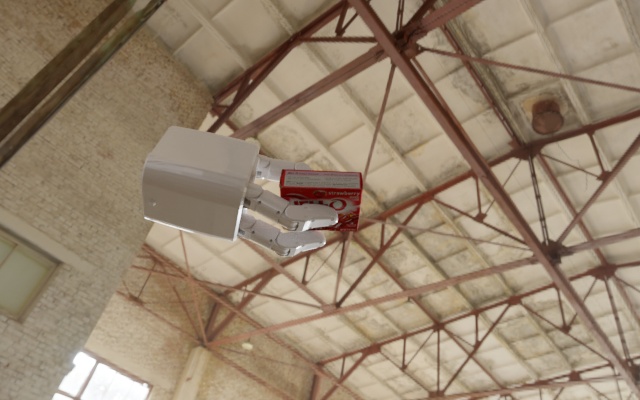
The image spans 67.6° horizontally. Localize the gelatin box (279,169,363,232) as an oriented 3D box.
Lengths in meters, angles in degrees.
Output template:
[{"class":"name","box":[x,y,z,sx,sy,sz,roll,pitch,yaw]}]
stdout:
[{"class":"gelatin box","box":[0.000,0.001,0.532,0.089,0.030,0.073,2,-41,0]}]
